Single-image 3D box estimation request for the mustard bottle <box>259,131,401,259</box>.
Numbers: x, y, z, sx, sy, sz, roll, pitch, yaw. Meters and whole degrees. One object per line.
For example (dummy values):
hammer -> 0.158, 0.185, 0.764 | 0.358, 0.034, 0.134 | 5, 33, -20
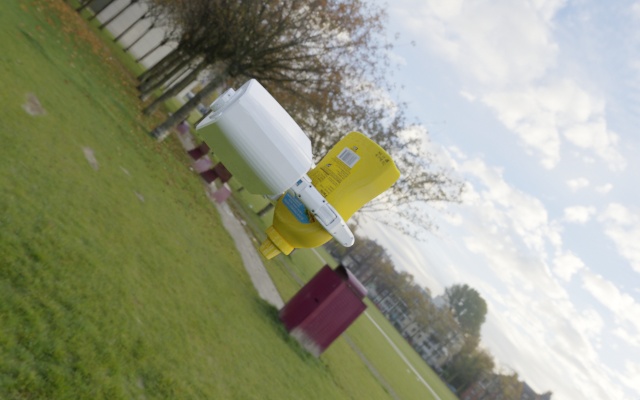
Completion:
mustard bottle -> 0.000, 0.002, 0.591 | 0.096, 0.191, 0.058 | 45, -4, 45
